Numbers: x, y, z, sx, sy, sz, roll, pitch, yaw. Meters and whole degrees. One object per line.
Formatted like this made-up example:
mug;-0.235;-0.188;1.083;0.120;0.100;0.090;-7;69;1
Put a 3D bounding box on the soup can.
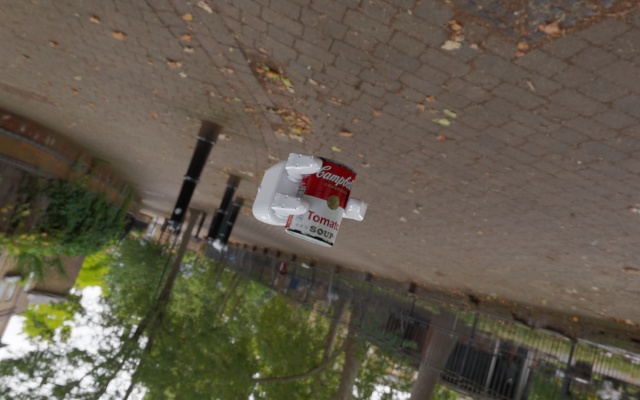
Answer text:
soup can;0.000;0.002;0.623;0.068;0.102;0.068;18;-9;3
